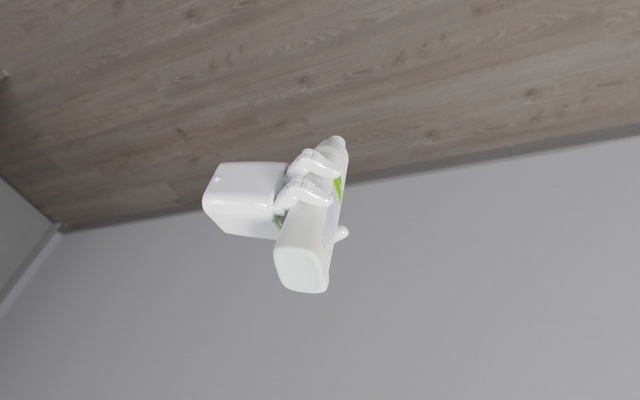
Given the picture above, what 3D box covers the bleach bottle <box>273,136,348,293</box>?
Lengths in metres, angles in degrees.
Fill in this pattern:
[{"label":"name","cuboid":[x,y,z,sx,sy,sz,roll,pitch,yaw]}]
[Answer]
[{"label":"bleach bottle","cuboid":[0.000,0.002,0.697,0.068,0.250,0.103,4,-43,15]}]
